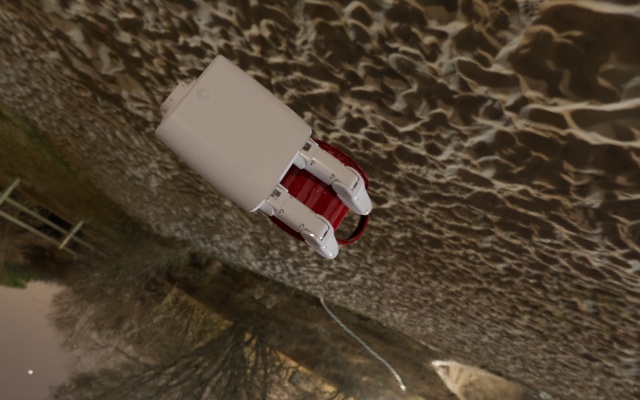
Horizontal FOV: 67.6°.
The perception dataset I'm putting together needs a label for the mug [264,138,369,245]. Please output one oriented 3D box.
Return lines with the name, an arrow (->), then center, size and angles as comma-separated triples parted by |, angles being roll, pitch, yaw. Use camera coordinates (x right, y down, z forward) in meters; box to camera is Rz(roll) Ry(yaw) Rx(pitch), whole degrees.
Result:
mug -> 0.001, 0.003, 0.507 | 0.117, 0.081, 0.093 | 39, -20, -18
